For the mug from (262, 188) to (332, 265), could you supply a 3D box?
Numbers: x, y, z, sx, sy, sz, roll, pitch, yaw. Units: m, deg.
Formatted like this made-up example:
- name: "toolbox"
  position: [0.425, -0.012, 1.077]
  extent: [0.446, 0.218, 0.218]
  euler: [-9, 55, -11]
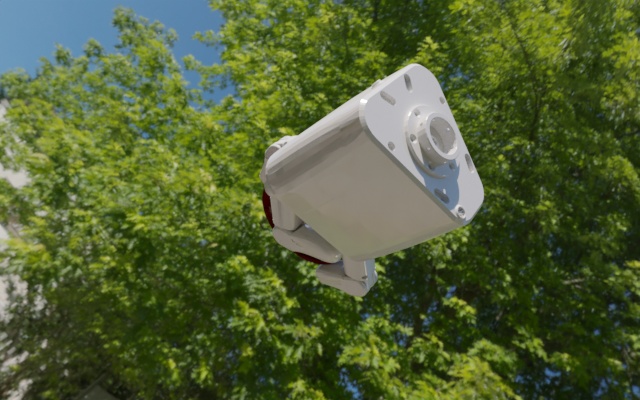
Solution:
- name: "mug"
  position: [-0.001, 0.002, 0.454]
  extent: [0.081, 0.093, 0.117]
  euler: [-41, 11, -39]
